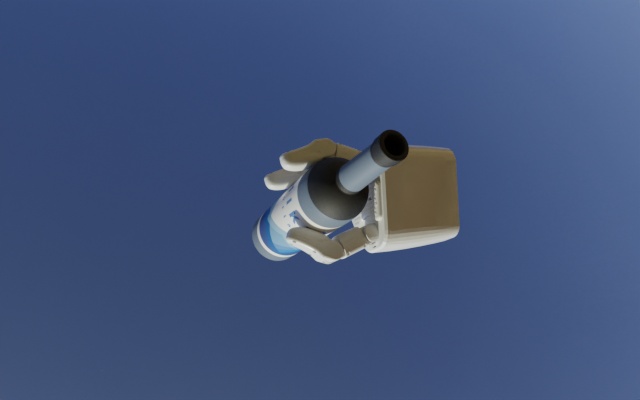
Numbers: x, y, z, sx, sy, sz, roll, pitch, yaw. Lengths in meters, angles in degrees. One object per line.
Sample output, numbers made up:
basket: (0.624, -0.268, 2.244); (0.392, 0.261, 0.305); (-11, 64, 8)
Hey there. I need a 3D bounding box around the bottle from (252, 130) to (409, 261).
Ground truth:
bottle: (0.000, 0.002, 0.502); (0.069, 0.069, 0.296); (0, -18, -25)
